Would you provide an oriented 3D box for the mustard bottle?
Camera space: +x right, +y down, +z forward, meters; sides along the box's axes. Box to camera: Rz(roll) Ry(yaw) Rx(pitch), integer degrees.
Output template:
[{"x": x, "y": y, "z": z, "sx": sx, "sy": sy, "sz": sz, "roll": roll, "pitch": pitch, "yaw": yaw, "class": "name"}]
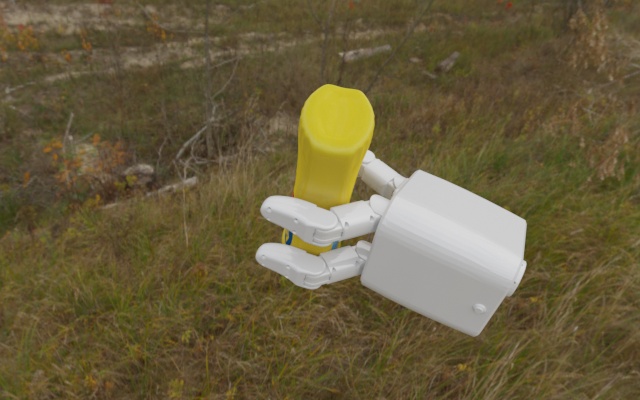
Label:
[{"x": 0.000, "y": 0.001, "z": 0.430, "sx": 0.058, "sy": 0.192, "sz": 0.096, "roll": 10, "pitch": 42, "yaw": -2, "class": "mustard bottle"}]
